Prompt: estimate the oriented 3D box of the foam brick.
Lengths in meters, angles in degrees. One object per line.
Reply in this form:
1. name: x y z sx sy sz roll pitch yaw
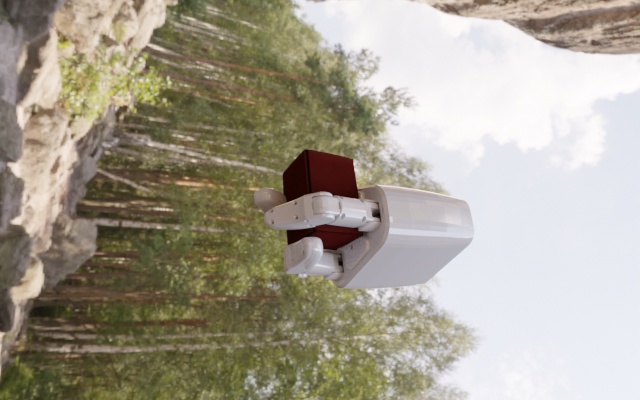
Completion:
1. foam brick: 0.000 0.001 0.440 0.051 0.078 0.053 5 -23 -28
